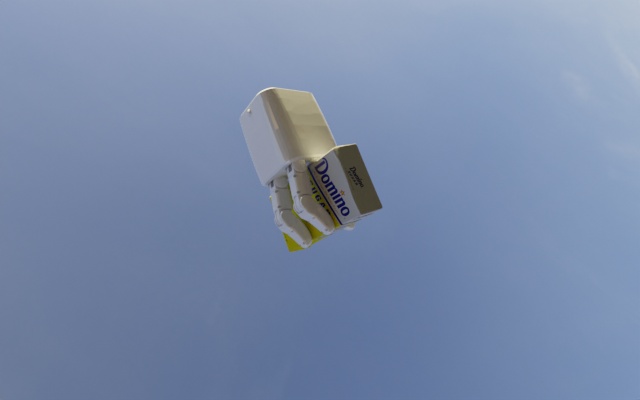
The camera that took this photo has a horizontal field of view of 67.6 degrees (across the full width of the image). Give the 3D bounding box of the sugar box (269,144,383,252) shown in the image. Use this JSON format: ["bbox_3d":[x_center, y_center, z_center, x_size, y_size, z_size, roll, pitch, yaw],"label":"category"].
[{"bbox_3d":[0.000,0.002,0.654,0.048,0.093,0.176,-15,-12,-36],"label":"sugar box"}]
